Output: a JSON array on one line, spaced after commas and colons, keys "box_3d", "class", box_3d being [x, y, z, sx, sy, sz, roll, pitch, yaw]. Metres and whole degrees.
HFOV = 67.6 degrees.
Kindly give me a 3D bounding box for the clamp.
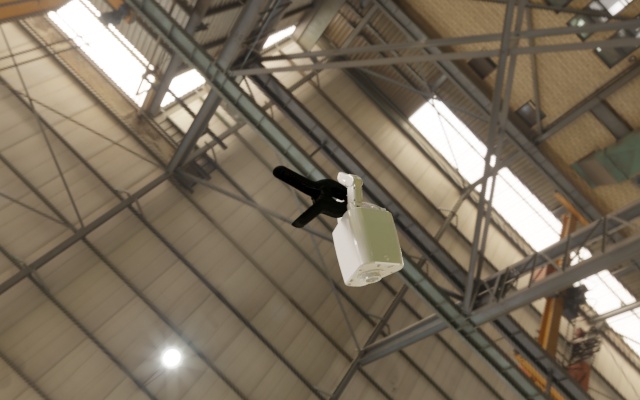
[{"box_3d": [0.000, 0.003, 0.836, 0.171, 0.120, 0.039, 10, -34, -33], "class": "clamp"}]
